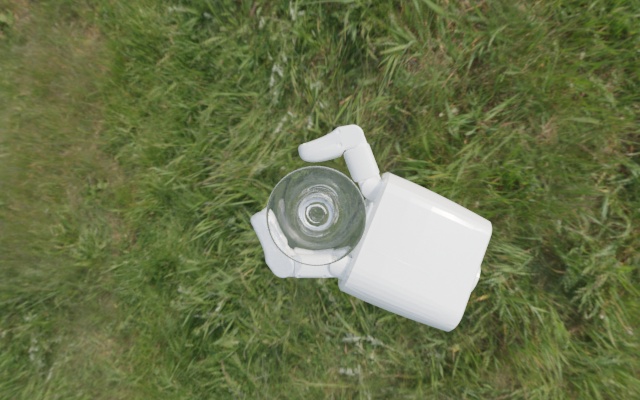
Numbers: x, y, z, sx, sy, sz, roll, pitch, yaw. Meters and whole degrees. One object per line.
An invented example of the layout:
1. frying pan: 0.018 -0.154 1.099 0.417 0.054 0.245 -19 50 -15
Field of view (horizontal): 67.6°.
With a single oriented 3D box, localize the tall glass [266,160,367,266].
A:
1. tall glass: 0.000 0.001 0.447 0.079 0.079 0.201 0 6 1
